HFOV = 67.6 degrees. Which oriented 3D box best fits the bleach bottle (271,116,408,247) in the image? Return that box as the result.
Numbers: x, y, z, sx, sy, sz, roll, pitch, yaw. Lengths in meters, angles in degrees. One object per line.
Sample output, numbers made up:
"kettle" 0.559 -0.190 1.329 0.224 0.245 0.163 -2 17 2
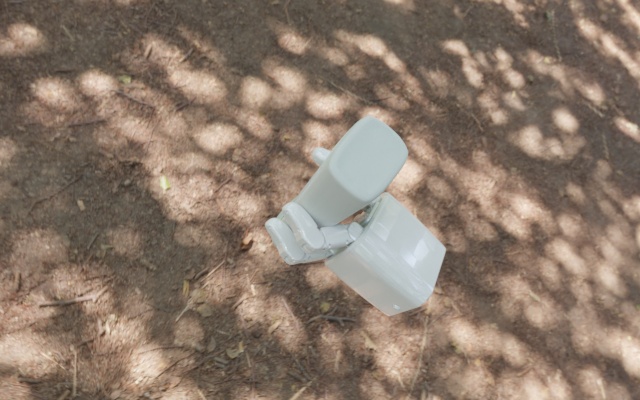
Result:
"bleach bottle" 0.000 0.002 0.582 0.102 0.068 0.251 -50 4 -32
